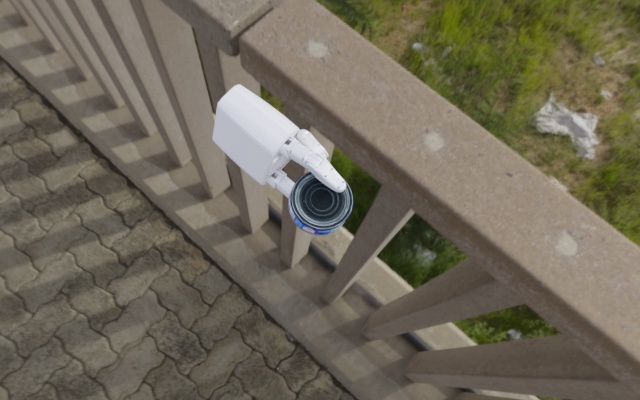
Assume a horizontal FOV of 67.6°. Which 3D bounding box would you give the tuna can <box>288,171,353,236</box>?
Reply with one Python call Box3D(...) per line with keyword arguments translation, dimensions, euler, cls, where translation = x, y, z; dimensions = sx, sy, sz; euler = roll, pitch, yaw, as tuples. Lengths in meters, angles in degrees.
Box3D(translation=(0.000, 0.002, 0.644), dimensions=(0.086, 0.086, 0.034), euler=(0, -15, -9), cls="tuna can")
